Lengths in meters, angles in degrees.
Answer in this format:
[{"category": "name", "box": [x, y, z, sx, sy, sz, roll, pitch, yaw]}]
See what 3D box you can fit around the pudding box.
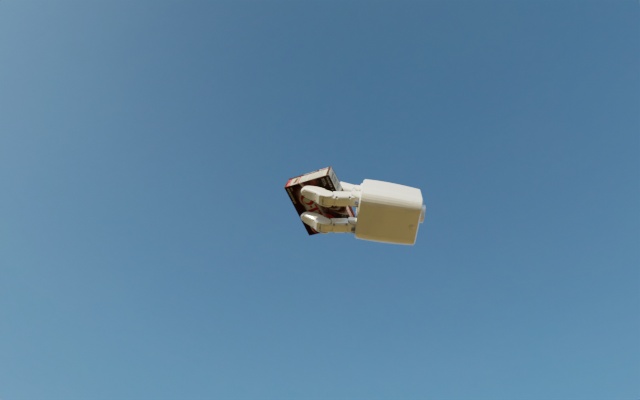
[{"category": "pudding box", "box": [0.000, 0.003, 0.861, 0.090, 0.113, 0.039, -16, 25, 22]}]
